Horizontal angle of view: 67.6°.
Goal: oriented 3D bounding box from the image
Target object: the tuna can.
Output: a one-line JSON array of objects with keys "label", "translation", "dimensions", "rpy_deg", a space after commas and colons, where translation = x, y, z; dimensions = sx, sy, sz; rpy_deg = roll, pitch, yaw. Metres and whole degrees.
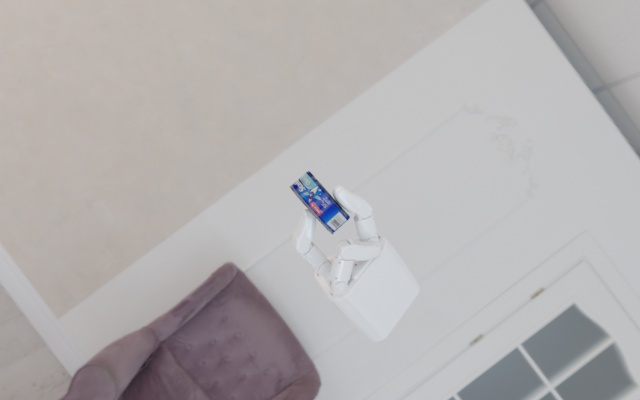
[{"label": "tuna can", "translation": [0.000, 0.002, 0.631], "dimensions": [0.034, 0.086, 0.086], "rpy_deg": [-42, -2, 2]}]
